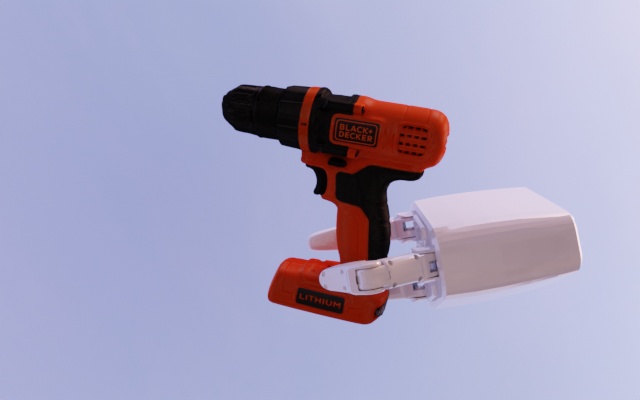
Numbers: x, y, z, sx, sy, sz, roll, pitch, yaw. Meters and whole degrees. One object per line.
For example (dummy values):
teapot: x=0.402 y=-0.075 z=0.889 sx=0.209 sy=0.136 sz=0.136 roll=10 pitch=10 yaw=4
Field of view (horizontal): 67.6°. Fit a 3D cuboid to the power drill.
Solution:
power drill: x=0.000 y=0.002 z=0.401 sx=0.184 sy=0.188 sz=0.057 roll=12 pitch=21 yaw=14
